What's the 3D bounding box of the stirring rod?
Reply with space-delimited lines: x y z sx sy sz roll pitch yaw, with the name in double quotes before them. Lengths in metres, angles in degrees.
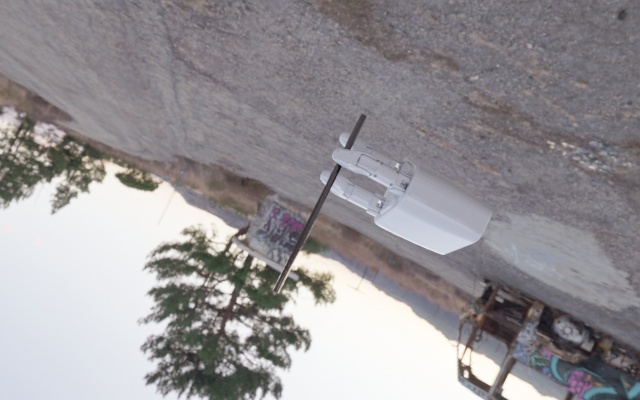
"stirring rod" 0.000 0.002 0.581 0.011 0.239 0.011 26 -4 2
